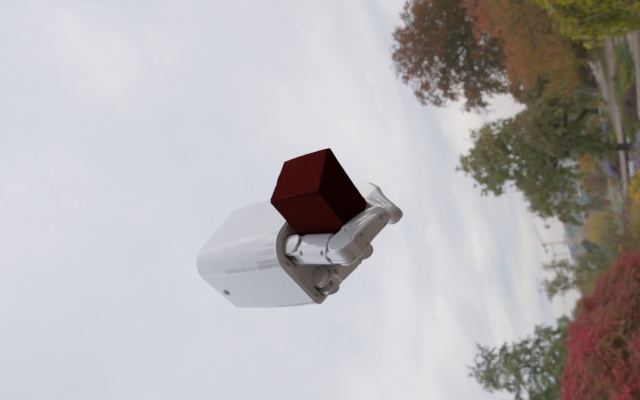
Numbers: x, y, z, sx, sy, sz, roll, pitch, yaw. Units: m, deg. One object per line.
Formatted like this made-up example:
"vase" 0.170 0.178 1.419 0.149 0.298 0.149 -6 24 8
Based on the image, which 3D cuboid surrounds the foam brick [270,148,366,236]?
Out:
"foam brick" 0.000 0.001 0.433 0.051 0.053 0.078 -11 -45 30
